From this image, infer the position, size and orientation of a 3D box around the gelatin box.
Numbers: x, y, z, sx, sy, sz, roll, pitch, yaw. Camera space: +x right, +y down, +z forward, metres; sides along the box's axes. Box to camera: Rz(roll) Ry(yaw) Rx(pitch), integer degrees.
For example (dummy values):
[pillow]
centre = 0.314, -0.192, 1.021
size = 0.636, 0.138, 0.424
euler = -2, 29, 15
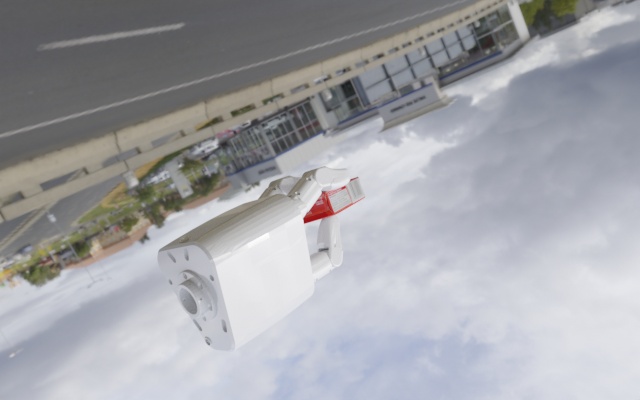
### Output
[gelatin box]
centre = 0.000, 0.002, 0.556
size = 0.073, 0.030, 0.089
euler = -17, 5, 32
